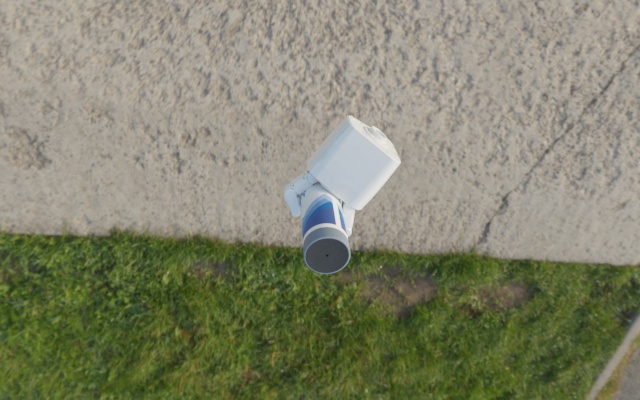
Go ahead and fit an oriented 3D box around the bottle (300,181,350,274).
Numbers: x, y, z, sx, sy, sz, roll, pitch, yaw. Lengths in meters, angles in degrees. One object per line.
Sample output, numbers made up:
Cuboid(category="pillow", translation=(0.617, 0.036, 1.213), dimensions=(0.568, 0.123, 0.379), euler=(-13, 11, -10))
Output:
Cuboid(category="bottle", translation=(0.000, 0.003, 0.798), dimensions=(0.069, 0.069, 0.295), euler=(0, 31, -4))
